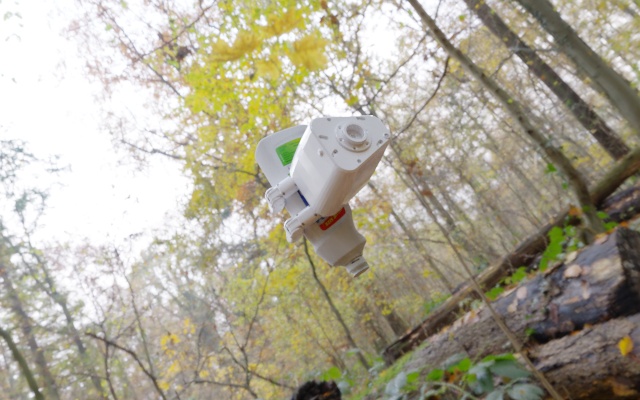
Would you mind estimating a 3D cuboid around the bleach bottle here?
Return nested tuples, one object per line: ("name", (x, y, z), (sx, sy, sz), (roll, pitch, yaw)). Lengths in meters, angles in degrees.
("bleach bottle", (0.000, 0.002, 0.733), (0.102, 0.250, 0.068), (-24, -21, -28))
